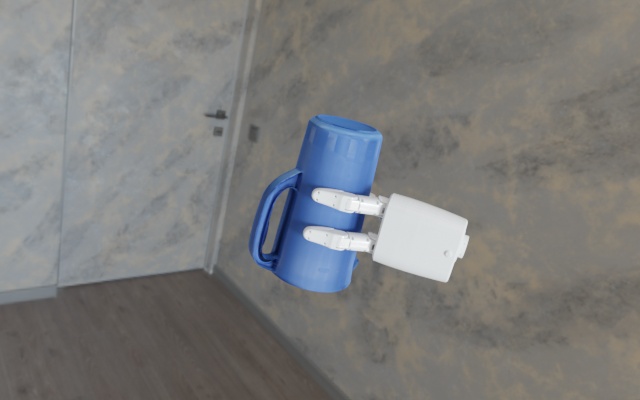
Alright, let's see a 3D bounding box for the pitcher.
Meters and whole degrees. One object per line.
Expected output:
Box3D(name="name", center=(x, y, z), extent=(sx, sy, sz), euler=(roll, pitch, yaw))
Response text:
Box3D(name="pitcher", center=(0.000, 0.002, 0.703), extent=(0.145, 0.243, 0.149), euler=(19, 18, 16))
